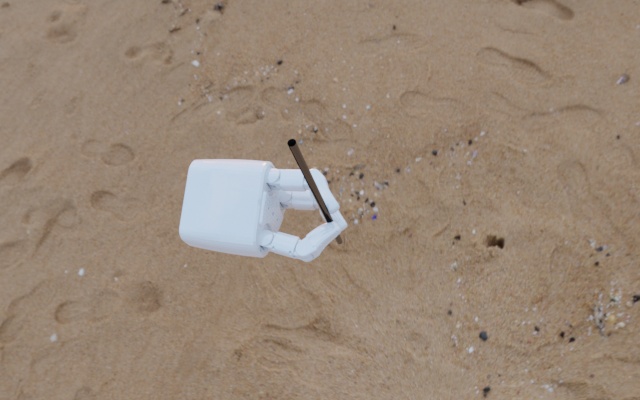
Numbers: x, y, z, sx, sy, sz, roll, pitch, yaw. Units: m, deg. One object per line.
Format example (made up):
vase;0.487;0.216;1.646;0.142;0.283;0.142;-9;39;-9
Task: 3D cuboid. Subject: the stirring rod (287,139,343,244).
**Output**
stirring rod;0.000;0.002;0.522;0.011;0.011;0.240;0;-26;13
